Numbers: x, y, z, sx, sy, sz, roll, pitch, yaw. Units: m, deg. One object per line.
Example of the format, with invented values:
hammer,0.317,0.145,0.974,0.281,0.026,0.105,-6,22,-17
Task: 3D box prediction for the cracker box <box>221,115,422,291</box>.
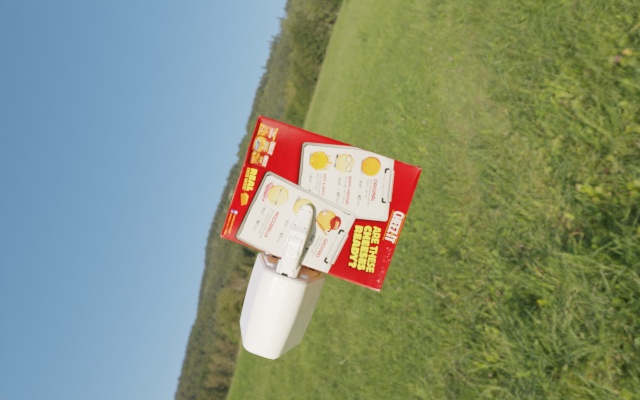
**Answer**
cracker box,0.000,0.002,0.621,0.213,0.164,0.072,18,5,2
